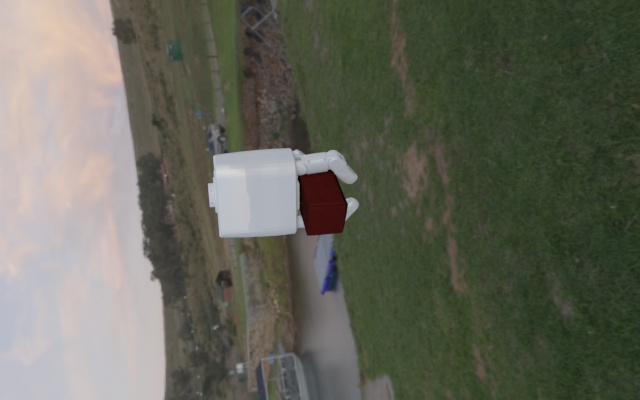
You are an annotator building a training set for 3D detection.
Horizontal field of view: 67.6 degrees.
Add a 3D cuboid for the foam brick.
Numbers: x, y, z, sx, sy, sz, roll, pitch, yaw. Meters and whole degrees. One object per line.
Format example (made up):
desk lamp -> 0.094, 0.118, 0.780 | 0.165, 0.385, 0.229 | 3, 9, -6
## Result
foam brick -> 0.000, 0.002, 0.643 | 0.051, 0.053, 0.078 | -4, 40, -13
